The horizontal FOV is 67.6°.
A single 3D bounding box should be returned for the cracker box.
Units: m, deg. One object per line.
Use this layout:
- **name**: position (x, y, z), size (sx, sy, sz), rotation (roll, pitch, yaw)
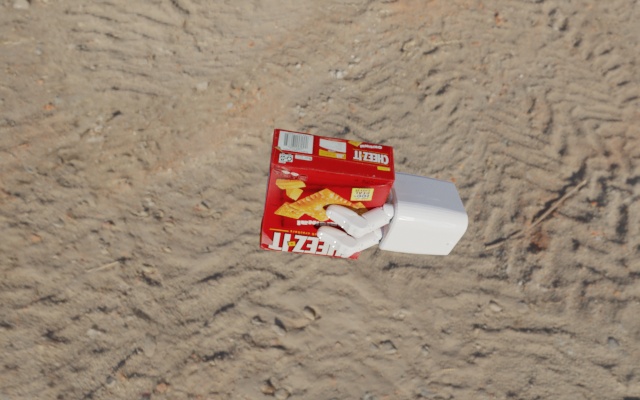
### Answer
- **cracker box**: position (0.000, 0.002, 0.700), size (0.164, 0.072, 0.214), rotation (8, -37, -7)
